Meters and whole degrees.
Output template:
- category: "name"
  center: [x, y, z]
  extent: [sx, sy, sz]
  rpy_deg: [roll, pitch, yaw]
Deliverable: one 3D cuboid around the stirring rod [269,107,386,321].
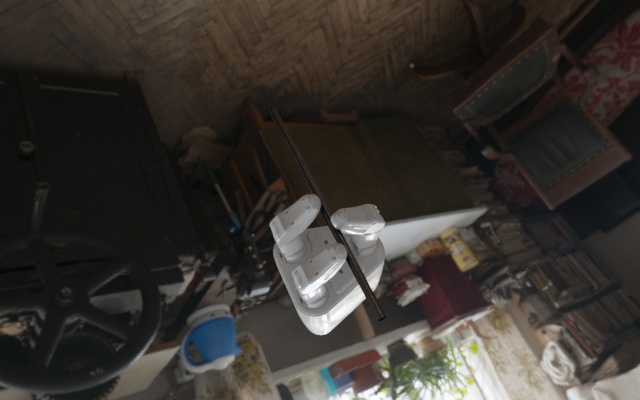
- category: "stirring rod"
  center: [0.000, 0.001, 0.442]
  extent: [0.011, 0.239, 0.011]
  rpy_deg: [-22, -27, -12]
